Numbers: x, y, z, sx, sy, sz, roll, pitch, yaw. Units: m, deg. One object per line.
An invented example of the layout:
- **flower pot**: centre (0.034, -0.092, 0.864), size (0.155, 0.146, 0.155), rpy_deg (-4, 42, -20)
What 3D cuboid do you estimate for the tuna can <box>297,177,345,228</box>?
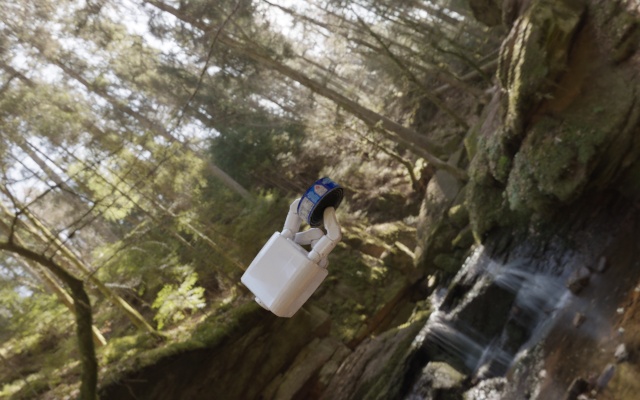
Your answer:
- **tuna can**: centre (0.000, 0.002, 0.815), size (0.033, 0.086, 0.086), rpy_deg (40, 17, 22)
